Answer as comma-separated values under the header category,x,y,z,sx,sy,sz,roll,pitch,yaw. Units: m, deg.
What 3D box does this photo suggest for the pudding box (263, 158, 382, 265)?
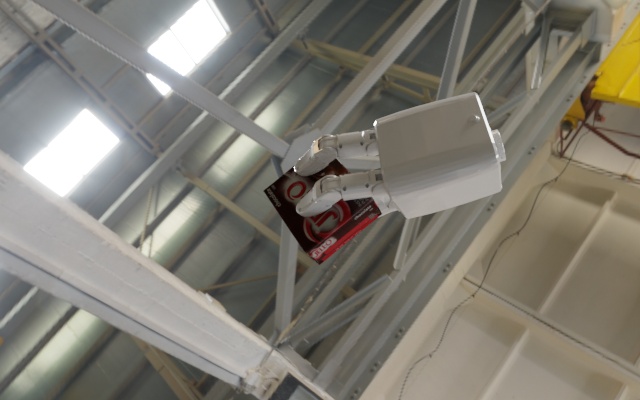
category,x,y,z,sx,sy,sz,roll,pitch,yaw
pudding box,0.000,0.002,0.531,0.113,0.090,0.039,51,0,42
